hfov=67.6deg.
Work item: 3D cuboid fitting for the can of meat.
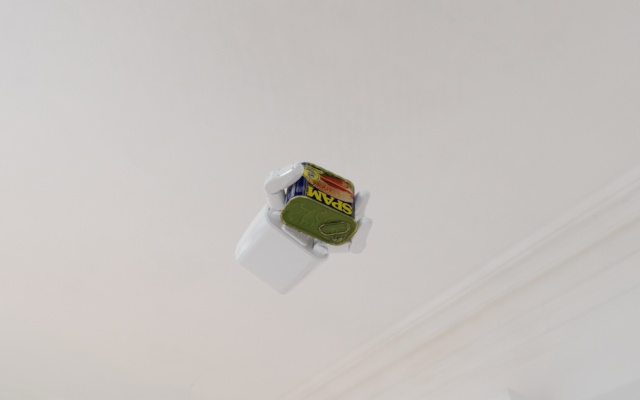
[{"bbox_3d":[0.000,0.002,0.657,0.102,0.083,0.057,25,-53,-17],"label":"can of meat"}]
